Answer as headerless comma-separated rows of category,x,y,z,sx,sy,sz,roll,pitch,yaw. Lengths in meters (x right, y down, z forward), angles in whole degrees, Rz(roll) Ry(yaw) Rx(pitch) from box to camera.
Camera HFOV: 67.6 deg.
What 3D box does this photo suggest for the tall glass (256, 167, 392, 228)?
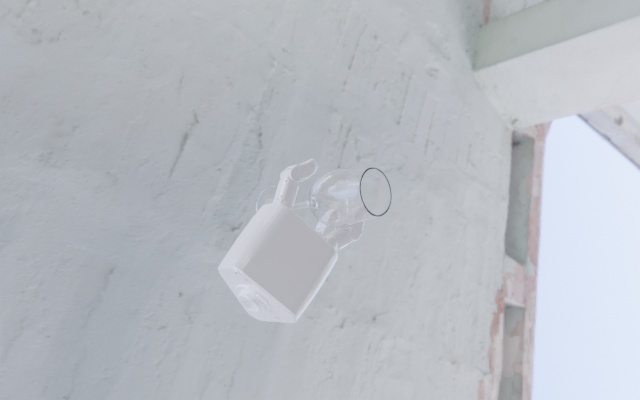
tall glass,0.000,0.002,0.659,0.079,0.079,0.201,0,-8,-44
